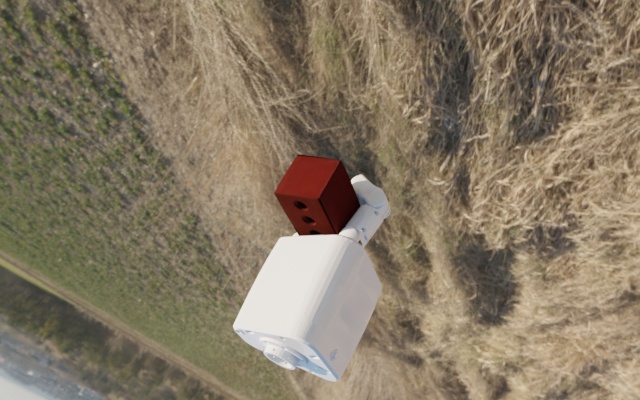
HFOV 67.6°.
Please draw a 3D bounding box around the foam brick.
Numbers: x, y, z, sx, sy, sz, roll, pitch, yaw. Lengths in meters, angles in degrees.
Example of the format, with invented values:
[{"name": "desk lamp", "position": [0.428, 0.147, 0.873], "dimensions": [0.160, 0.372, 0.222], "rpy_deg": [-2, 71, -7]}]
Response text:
[{"name": "foam brick", "position": [0.000, 0.001, 0.472], "dimensions": [0.053, 0.051, 0.078], "rpy_deg": [10, -36, 33]}]
